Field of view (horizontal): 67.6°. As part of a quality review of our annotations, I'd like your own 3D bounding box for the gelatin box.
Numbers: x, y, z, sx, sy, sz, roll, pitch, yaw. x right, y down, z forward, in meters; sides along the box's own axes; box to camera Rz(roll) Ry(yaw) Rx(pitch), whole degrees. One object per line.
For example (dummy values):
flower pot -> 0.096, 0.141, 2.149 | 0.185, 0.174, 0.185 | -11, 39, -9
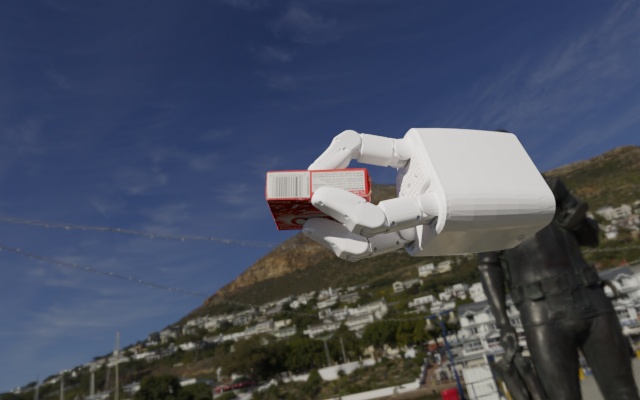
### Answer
gelatin box -> 0.000, 0.001, 0.431 | 0.089, 0.030, 0.073 | -2, -24, 3
